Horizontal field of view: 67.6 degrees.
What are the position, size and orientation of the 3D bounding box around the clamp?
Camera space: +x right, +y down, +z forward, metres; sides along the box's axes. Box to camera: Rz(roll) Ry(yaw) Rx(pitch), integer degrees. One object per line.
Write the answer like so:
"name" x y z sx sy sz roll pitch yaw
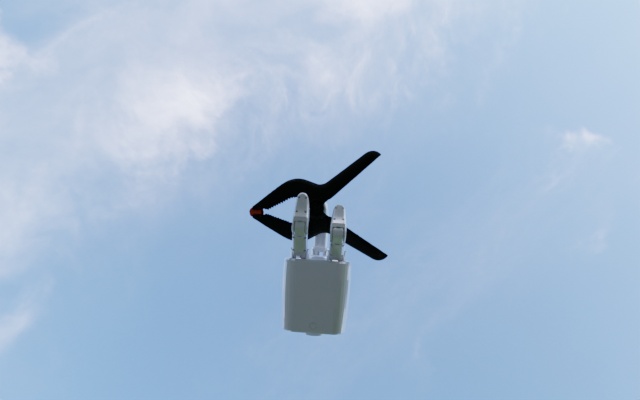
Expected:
"clamp" 0.000 0.003 0.722 0.210 0.164 0.036 3 -4 2
